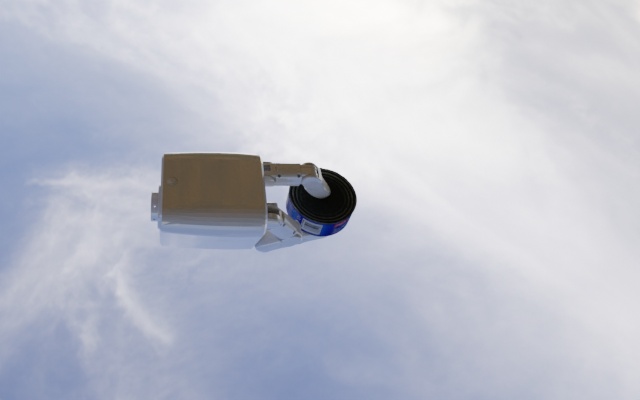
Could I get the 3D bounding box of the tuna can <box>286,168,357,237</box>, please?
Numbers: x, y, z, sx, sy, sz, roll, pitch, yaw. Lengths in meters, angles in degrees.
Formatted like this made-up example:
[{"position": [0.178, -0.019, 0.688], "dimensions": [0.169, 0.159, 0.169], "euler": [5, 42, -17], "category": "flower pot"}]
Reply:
[{"position": [0.000, 0.002, 0.600], "dimensions": [0.086, 0.086, 0.034], "euler": [0, -36, -15], "category": "tuna can"}]
